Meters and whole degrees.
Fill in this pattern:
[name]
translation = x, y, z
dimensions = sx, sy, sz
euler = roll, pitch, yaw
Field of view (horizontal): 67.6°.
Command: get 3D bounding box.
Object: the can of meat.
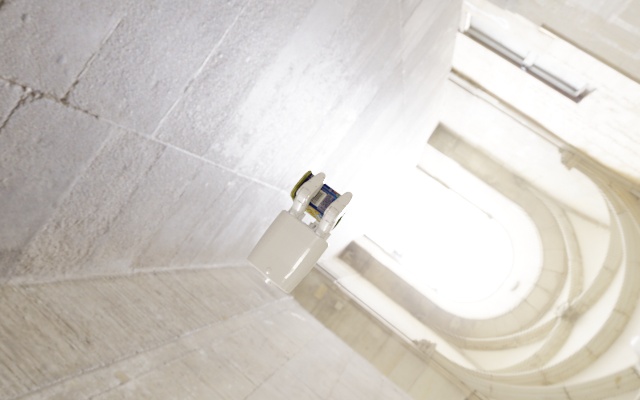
[can of meat]
translation = 0.000, 0.003, 0.832
dimensions = 0.084, 0.057, 0.102
euler = 37, -10, 12
